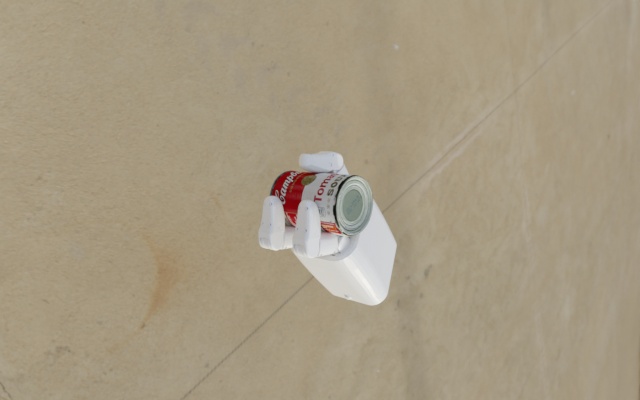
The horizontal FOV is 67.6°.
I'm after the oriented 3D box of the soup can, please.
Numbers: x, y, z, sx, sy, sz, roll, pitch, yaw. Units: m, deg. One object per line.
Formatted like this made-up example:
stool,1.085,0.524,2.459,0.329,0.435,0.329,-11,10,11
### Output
soup can,0.000,0.001,0.545,0.102,0.068,0.068,6,4,42
